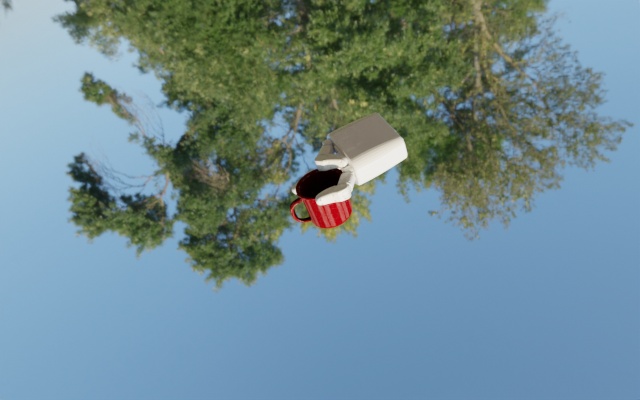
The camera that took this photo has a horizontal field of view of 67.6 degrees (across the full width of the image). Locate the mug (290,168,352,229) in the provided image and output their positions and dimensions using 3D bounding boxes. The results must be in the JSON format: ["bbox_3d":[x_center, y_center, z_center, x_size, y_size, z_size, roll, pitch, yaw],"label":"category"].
[{"bbox_3d":[-0.001,0.004,0.881,0.117,0.082,0.093,-28,37,-8],"label":"mug"}]
